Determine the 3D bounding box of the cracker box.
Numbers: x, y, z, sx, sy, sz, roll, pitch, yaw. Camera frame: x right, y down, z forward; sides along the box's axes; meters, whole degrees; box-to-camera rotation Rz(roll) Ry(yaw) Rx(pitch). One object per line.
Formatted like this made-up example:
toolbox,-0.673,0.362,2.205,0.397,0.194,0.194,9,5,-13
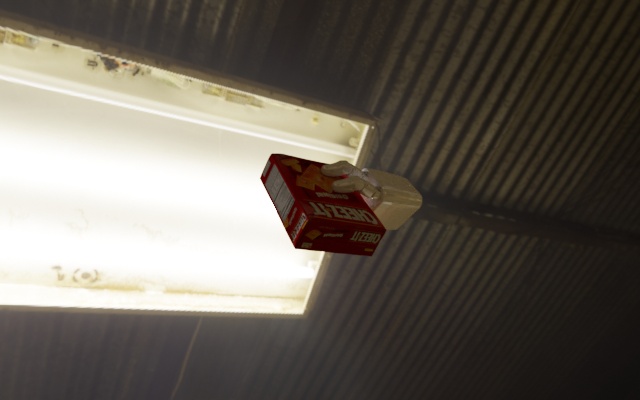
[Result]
cracker box,0.000,0.003,0.879,0.164,0.072,0.213,9,31,-32
